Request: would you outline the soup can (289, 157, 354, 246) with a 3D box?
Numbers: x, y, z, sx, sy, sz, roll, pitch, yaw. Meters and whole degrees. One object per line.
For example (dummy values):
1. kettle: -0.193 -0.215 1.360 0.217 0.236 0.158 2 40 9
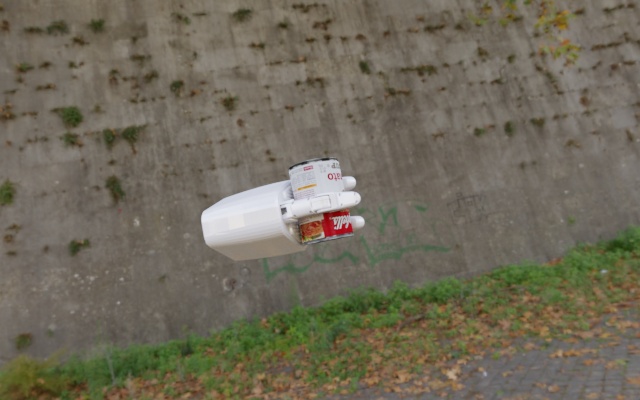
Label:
1. soup can: 0.000 0.002 0.617 0.068 0.102 0.068 -11 -6 -1
